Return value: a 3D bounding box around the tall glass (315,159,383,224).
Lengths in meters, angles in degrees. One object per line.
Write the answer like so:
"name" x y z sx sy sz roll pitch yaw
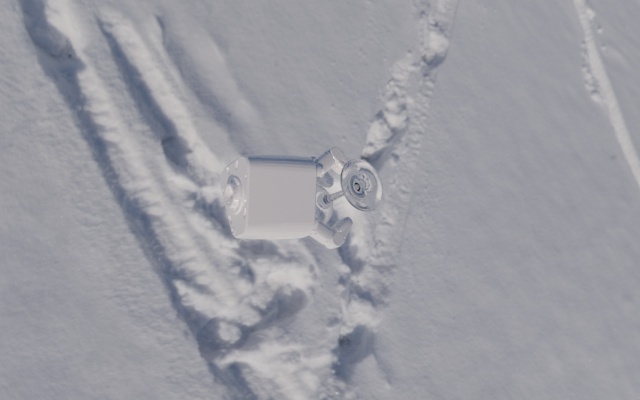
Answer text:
"tall glass" 0.001 0.002 0.726 0.079 0.079 0.201 0 -14 -36
